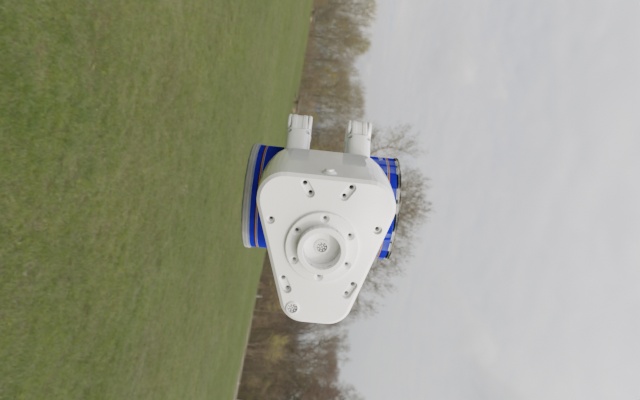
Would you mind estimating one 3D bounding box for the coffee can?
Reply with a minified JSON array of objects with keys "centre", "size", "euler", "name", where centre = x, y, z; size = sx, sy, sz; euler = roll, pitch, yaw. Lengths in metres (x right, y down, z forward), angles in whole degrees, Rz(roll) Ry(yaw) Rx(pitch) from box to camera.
[{"centre":[0.000,0.002,0.472],"size":[0.140,0.103,0.103],"euler":[6,0,-1],"name":"coffee can"}]
